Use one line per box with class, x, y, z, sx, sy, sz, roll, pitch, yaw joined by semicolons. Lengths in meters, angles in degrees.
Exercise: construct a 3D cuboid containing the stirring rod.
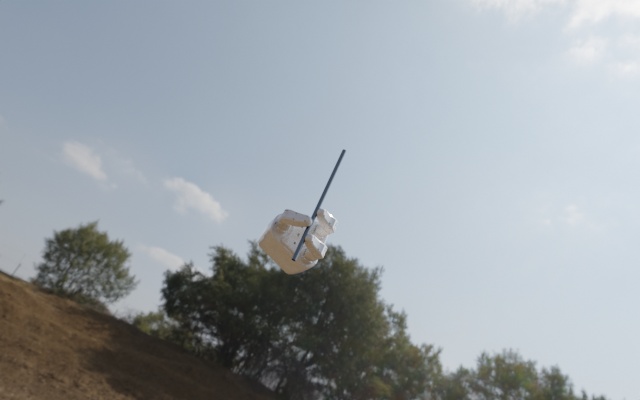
stirring rod;0.000;0.003;0.861;0.011;0.239;0.011;20;-26;10
